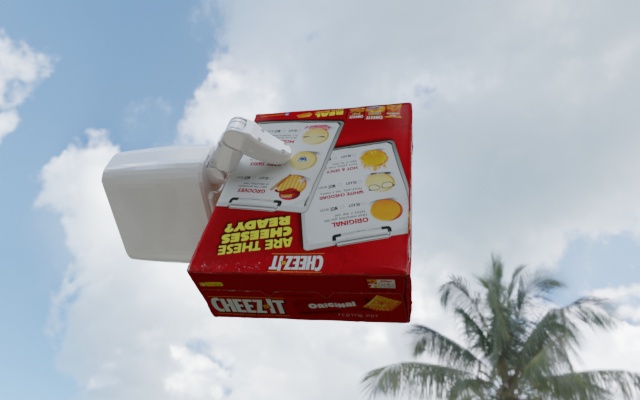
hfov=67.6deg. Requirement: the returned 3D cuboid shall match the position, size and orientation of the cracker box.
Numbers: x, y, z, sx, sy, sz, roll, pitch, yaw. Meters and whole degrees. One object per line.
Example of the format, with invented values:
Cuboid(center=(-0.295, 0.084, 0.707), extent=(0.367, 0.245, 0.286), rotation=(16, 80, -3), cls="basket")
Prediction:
Cuboid(center=(0.000, 0.001, 0.429), extent=(0.164, 0.072, 0.213), rotation=(-2, 43, 13), cls="cracker box")
